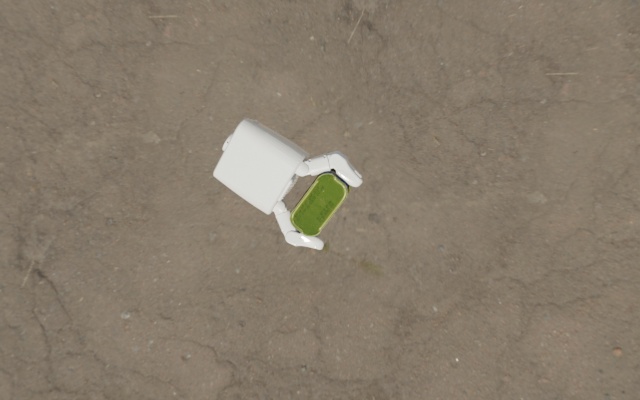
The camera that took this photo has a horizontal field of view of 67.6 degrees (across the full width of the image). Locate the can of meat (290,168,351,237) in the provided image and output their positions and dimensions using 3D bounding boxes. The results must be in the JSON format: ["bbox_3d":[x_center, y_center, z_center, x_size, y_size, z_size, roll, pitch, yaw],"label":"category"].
[{"bbox_3d":[0.000,0.003,0.724,0.057,0.102,0.084,37,8,0],"label":"can of meat"}]
